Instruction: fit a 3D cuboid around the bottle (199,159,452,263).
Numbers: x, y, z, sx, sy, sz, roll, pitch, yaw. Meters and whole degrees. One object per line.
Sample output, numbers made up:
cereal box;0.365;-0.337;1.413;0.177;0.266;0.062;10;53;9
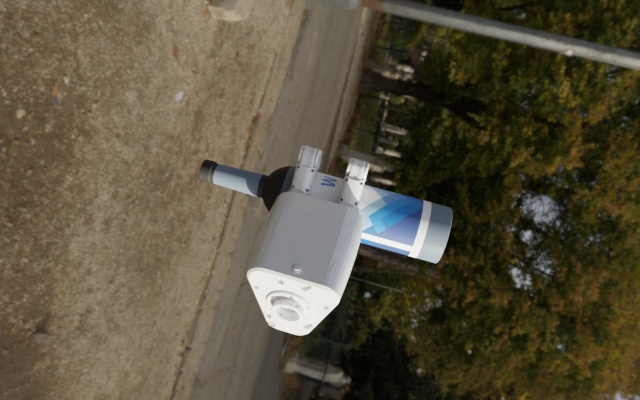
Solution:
bottle;0.000;0.002;0.562;0.295;0.069;0.069;15;1;5
